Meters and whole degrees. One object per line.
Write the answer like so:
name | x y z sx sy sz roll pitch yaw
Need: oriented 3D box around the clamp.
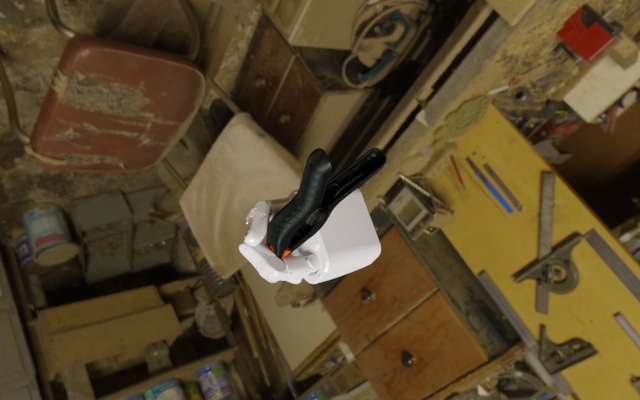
clamp | 0.000 0.002 0.526 0.120 0.039 0.171 -8 -33 -42
